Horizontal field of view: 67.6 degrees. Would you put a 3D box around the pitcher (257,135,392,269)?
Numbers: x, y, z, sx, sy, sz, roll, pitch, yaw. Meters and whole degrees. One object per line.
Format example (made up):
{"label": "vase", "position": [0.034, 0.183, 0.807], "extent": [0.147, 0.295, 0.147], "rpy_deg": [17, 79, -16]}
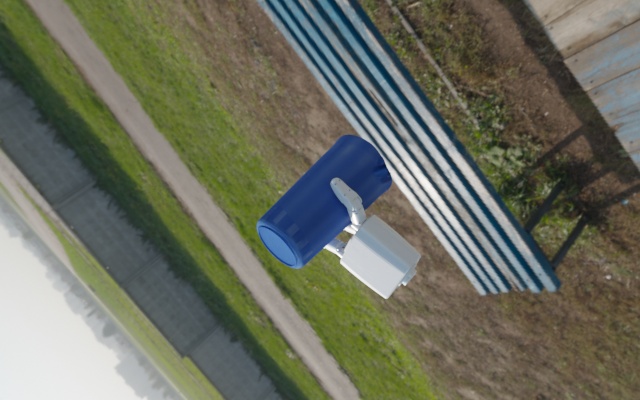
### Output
{"label": "pitcher", "position": [0.000, 0.003, 0.851], "extent": [0.145, 0.242, 0.149], "rpy_deg": [39, -28, 16]}
